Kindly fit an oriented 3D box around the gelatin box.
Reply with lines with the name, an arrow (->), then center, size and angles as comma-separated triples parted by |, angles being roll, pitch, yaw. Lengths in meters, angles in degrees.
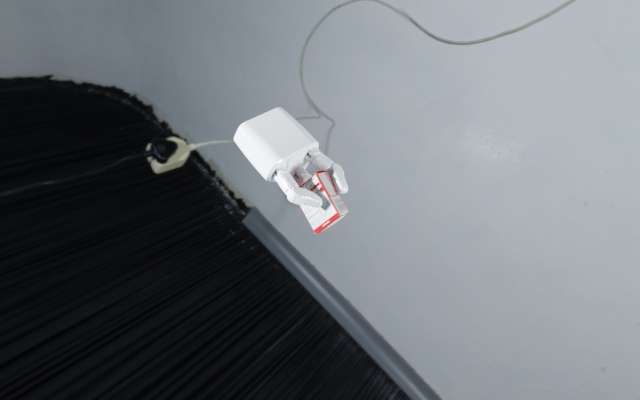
gelatin box -> 0.000, 0.003, 0.841 | 0.030, 0.089, 0.073 | -17, -17, -47
